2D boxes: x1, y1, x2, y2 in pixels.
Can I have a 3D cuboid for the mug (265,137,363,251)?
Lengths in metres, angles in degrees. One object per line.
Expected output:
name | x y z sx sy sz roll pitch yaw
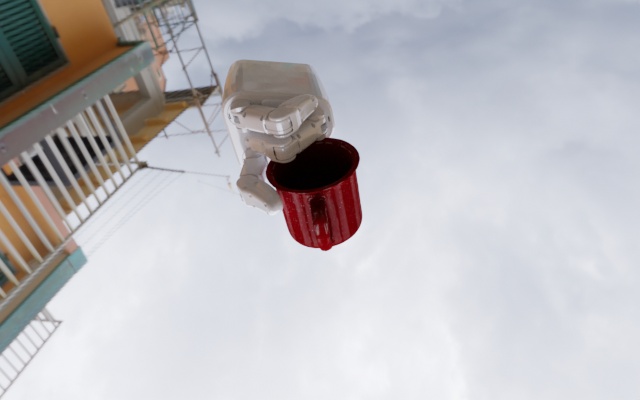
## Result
mug | 0.000 0.003 0.478 0.093 0.082 0.117 -12 38 1
